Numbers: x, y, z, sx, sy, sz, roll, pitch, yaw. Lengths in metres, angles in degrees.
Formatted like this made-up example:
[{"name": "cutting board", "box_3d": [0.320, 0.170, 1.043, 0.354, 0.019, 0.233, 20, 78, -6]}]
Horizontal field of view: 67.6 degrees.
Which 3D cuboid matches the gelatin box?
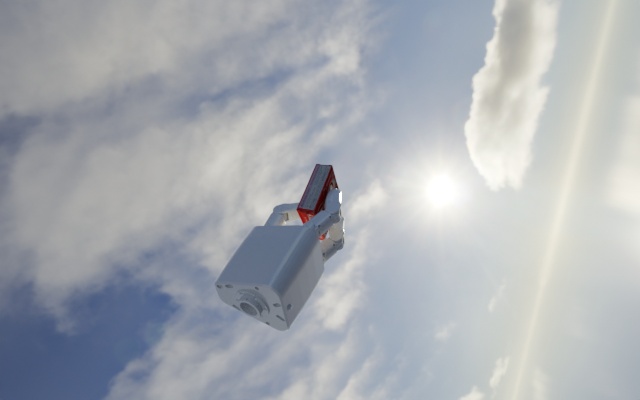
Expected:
[{"name": "gelatin box", "box_3d": [0.000, 0.002, 0.710, 0.030, 0.089, 0.073, 8, -34, 20]}]
